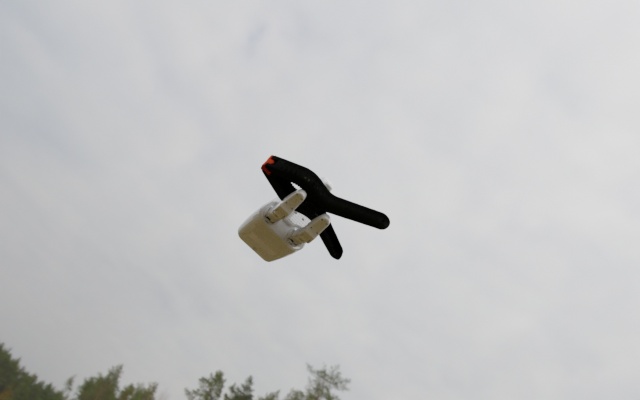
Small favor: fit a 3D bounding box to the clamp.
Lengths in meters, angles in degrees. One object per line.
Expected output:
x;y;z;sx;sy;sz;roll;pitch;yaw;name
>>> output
0.000;0.002;0.749;0.164;0.210;0.036;-32;17;51;clamp
